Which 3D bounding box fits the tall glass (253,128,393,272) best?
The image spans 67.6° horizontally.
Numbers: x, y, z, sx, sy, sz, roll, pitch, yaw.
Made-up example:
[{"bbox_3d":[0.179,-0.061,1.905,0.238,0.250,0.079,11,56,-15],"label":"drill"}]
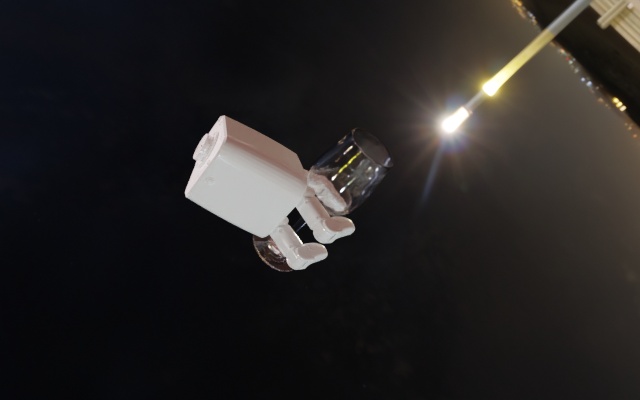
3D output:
[{"bbox_3d":[0.000,0.002,0.590,0.079,0.079,0.201,0,-38,-50],"label":"tall glass"}]
